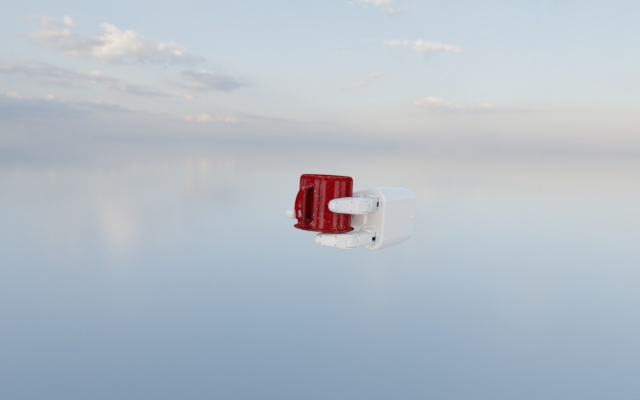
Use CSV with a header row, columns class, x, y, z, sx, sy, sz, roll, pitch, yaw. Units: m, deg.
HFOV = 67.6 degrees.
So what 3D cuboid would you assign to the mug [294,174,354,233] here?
class,x,y,z,sx,sy,sz,roll,pitch,yaw
mug,-0.001,0.002,0.715,0.093,0.081,0.117,7,6,37
